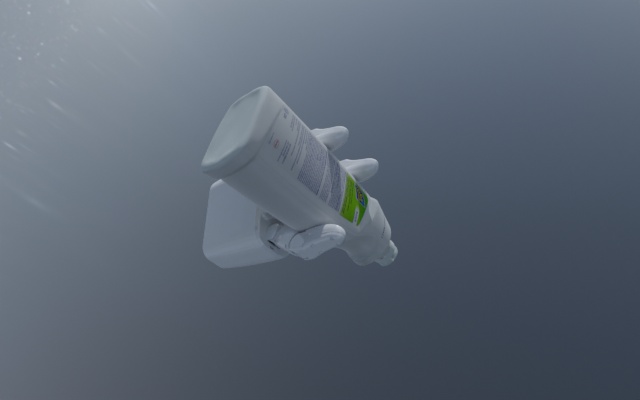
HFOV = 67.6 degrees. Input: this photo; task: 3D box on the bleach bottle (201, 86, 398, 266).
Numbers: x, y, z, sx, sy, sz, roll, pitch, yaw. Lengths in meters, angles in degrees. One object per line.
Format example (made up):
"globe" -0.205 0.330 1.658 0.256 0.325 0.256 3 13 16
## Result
"bleach bottle" 0.000 0.002 0.499 0.068 0.102 0.251 -18 -47 38
